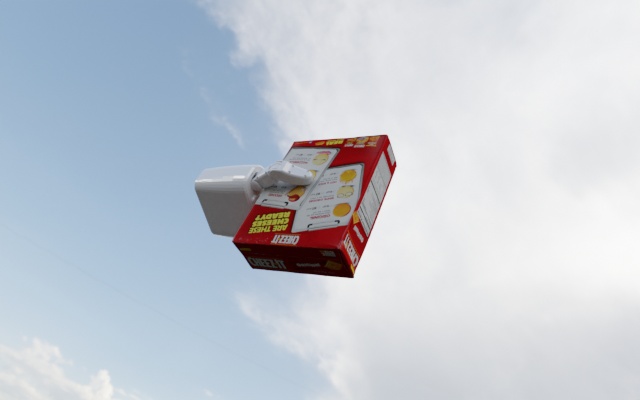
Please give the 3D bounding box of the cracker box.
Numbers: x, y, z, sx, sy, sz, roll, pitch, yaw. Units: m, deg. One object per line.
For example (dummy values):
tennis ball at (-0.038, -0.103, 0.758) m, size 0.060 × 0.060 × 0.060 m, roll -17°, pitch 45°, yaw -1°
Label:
cracker box at (0.000, 0.002, 0.676) m, size 0.164 × 0.213 × 0.072 m, roll 0°, pitch -44°, yaw 30°
